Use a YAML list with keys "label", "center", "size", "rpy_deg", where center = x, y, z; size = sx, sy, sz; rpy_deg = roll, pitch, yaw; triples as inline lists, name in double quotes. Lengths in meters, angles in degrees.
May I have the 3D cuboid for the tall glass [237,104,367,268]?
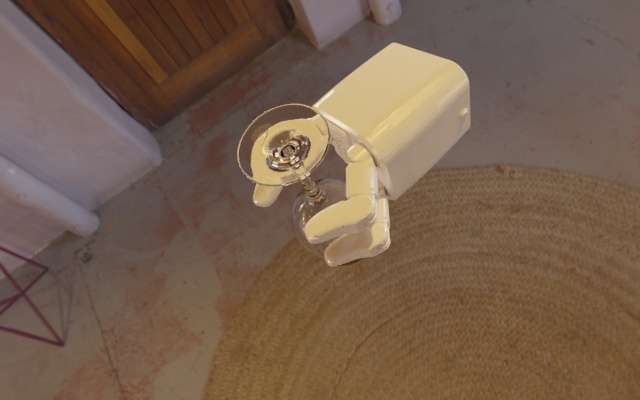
- label: "tall glass"
  center: [0.000, 0.001, 0.443]
  size: [0.079, 0.079, 0.201]
  rpy_deg: [0, -27, 18]
